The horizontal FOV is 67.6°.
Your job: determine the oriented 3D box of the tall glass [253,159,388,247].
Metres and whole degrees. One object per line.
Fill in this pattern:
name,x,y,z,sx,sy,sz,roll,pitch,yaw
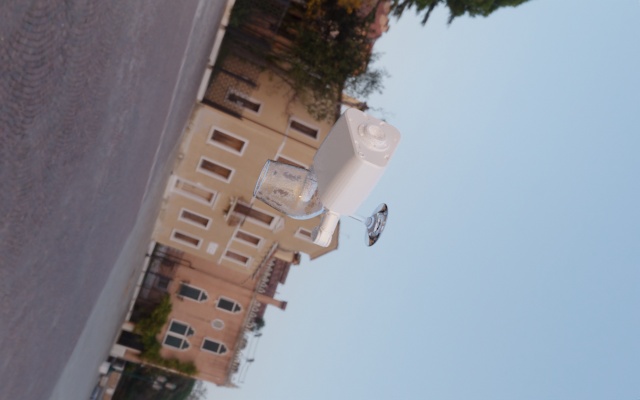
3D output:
tall glass,0.001,0.003,0.740,0.201,0.079,0.079,22,-5,-13
